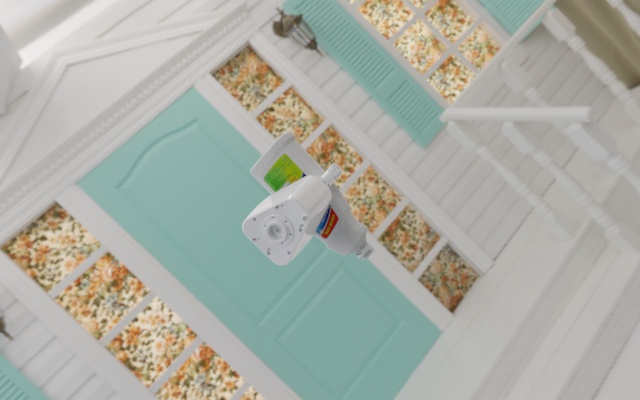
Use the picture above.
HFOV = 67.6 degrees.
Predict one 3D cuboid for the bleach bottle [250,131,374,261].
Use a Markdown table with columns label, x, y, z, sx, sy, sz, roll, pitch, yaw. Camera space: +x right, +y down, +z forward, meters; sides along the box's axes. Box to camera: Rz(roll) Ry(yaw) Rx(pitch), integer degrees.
| label | x | y | z | sx | sy | sz | roll | pitch | yaw |
| --- | --- | --- | --- | --- | --- | --- | --- | --- | --- |
| bleach bottle | 0.000 | 0.003 | 0.829 | 0.102 | 0.251 | 0.068 | -45 | 1 | 24 |
